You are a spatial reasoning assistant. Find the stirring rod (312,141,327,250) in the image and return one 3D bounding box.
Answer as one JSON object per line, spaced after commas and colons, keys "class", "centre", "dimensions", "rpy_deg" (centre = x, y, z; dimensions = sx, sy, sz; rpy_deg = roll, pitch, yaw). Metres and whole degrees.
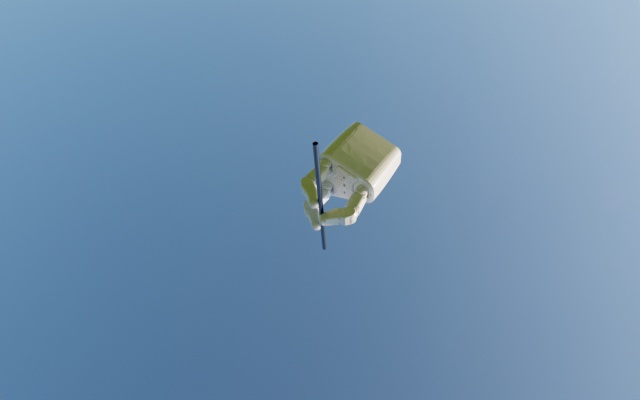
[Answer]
{"class": "stirring rod", "centre": [0.000, 0.002, 0.738], "dimensions": [0.011, 0.011, 0.240], "rpy_deg": [0, -42, 5]}
